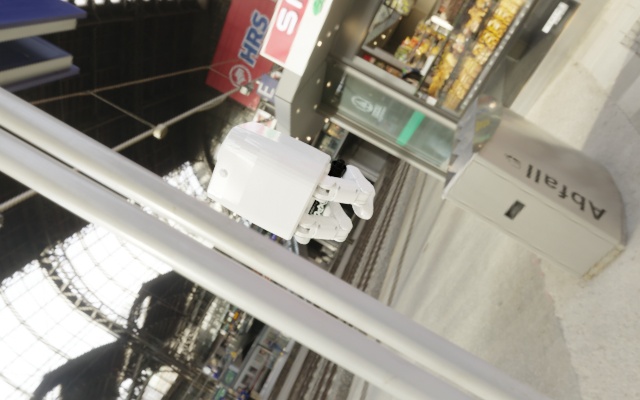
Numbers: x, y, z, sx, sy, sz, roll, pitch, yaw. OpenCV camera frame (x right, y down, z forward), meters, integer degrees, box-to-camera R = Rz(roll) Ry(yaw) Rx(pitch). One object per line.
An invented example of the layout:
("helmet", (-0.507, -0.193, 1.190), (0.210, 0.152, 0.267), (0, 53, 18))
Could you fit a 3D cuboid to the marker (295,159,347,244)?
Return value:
("marker", (0.000, 0.002, 0.569), (0.020, 0.121, 0.020), (20, 31, -12))
